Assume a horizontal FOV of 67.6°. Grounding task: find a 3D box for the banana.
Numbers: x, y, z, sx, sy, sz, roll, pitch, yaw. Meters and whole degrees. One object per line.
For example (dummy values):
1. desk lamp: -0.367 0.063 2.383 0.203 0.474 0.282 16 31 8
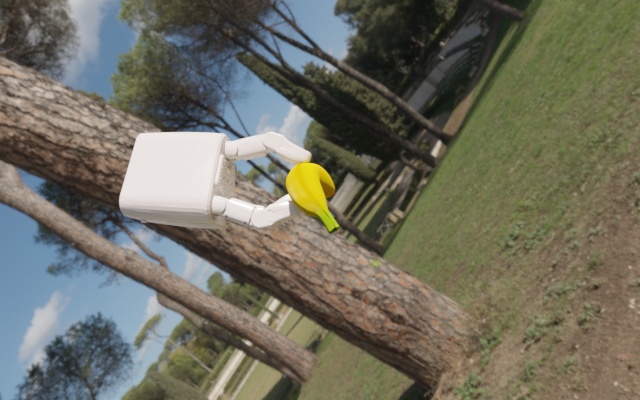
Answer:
1. banana: -0.009 -0.013 0.554 0.037 0.069 0.197 -29 10 8
